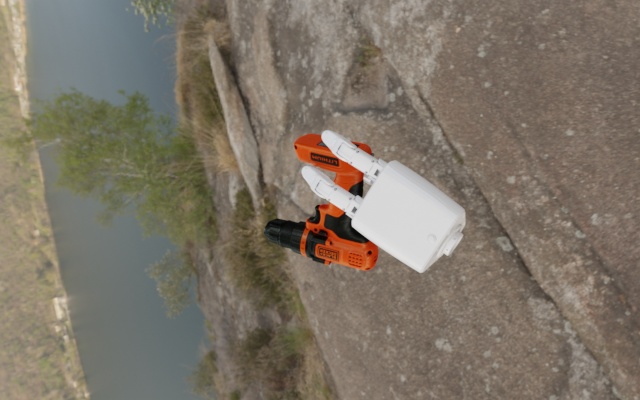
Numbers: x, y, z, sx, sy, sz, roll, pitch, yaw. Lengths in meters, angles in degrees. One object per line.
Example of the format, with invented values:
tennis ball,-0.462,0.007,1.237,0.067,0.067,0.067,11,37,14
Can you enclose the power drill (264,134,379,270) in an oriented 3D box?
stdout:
power drill,0.000,0.002,0.691,0.184,0.188,0.057,12,29,20
